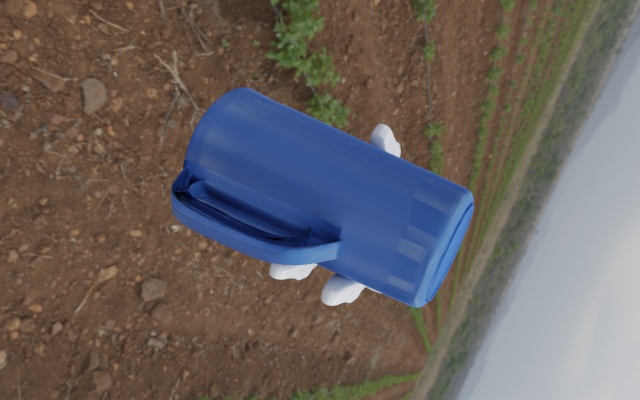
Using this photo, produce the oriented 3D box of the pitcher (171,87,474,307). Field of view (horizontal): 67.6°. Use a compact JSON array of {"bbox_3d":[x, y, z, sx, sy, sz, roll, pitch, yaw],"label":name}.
[{"bbox_3d":[0.000,0.001,0.430,0.243,0.149,0.145,25,-10,21],"label":"pitcher"}]
